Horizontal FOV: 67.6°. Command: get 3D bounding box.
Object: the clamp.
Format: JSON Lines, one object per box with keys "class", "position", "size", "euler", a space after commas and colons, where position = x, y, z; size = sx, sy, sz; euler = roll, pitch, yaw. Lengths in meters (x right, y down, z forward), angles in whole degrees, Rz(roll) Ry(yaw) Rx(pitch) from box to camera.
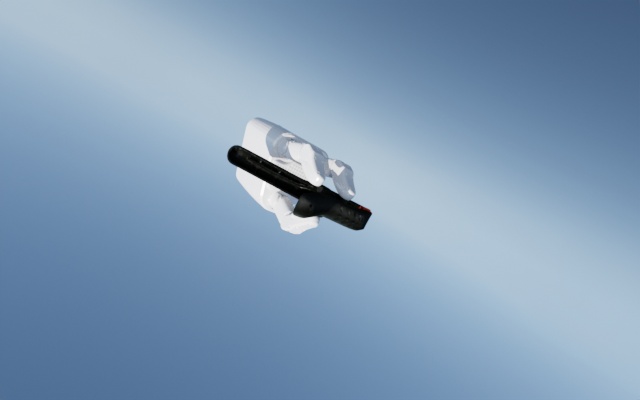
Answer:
{"class": "clamp", "position": [0.000, 0.003, 0.588], "size": [0.210, 0.036, 0.164], "euler": [24, 10, -38]}
